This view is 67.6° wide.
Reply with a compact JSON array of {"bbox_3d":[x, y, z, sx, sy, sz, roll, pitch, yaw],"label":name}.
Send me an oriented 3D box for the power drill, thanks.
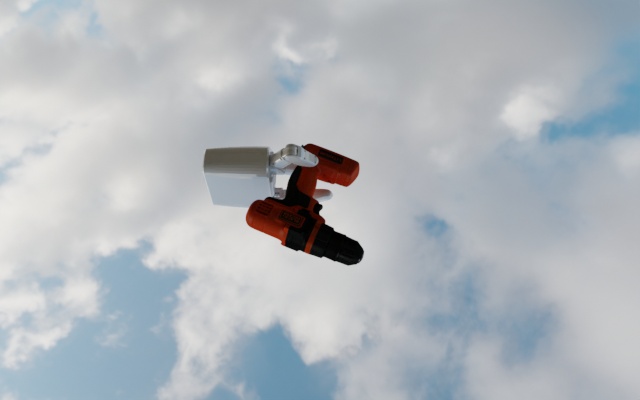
[{"bbox_3d":[0.000,0.002,0.750,0.184,0.187,0.057,23,-41,4],"label":"power drill"}]
